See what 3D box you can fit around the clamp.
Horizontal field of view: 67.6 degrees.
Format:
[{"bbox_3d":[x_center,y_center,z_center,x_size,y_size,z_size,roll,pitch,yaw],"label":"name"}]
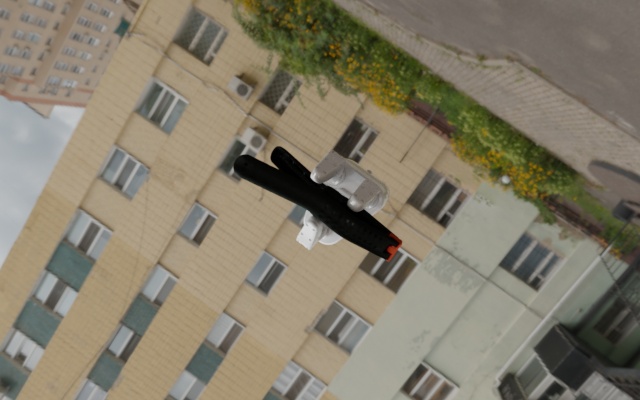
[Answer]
[{"bbox_3d":[0.000,0.003,0.558,0.210,0.036,0.164,36,15,9],"label":"clamp"}]
